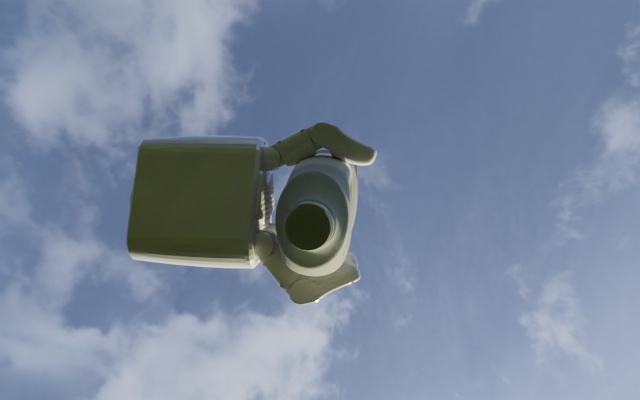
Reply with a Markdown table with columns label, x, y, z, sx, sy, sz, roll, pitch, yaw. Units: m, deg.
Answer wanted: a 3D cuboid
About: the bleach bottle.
| label | x | y | z | sx | sy | sz | roll | pitch | yaw |
| --- | --- | --- | --- | --- | --- | --- | --- | --- | --- |
| bleach bottle | 0.000 | 0.001 | 0.410 | 0.068 | 0.102 | 0.251 | 2 | 3 | 3 |
